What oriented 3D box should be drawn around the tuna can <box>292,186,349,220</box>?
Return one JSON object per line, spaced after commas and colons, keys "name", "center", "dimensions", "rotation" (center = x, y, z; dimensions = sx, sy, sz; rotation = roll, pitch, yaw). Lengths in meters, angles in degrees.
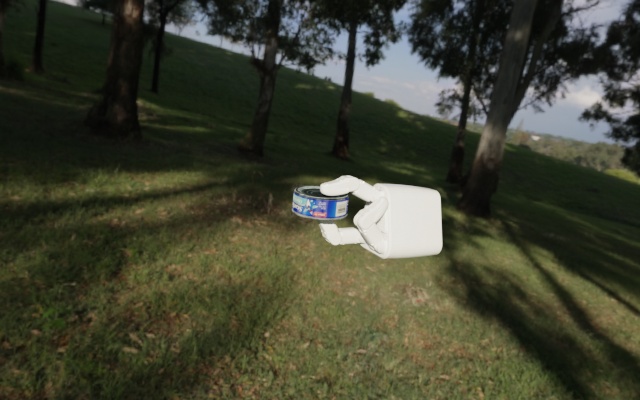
{"name": "tuna can", "center": [0.000, 0.002, 0.731], "dimensions": [0.086, 0.034, 0.086], "rotation": [5, 14, -1]}
